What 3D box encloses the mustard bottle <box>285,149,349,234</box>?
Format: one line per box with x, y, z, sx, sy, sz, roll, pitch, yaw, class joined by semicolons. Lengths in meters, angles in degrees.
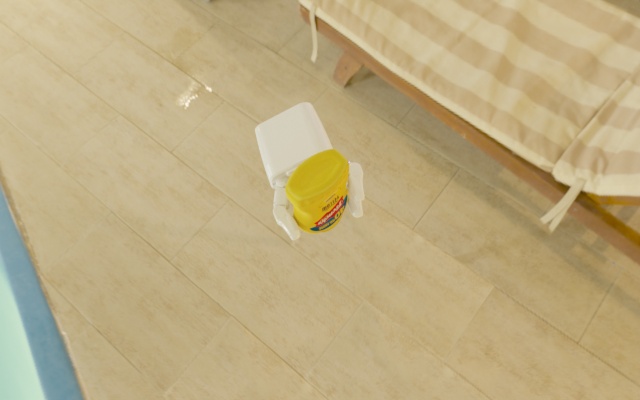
0.000;0.003;0.738;0.096;0.058;0.192;-41;-21;-15;mustard bottle
